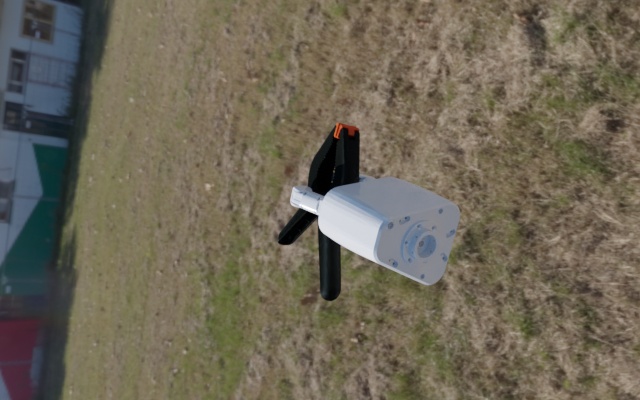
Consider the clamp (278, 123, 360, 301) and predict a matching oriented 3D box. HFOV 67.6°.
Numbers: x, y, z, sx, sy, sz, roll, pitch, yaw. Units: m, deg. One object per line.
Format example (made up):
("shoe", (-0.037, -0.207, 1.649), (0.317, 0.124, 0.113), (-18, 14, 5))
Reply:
("clamp", (0.000, 0.001, 0.623), (0.036, 0.210, 0.164), (7, 11, -31))
